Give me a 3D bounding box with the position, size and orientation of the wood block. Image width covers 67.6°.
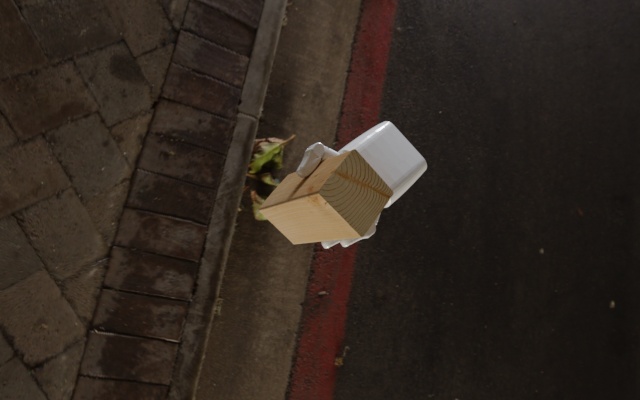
[{"bbox_3d":[0.000,0.002,0.731,0.091,0.090,0.206,46,-26,-16],"label":"wood block"}]
